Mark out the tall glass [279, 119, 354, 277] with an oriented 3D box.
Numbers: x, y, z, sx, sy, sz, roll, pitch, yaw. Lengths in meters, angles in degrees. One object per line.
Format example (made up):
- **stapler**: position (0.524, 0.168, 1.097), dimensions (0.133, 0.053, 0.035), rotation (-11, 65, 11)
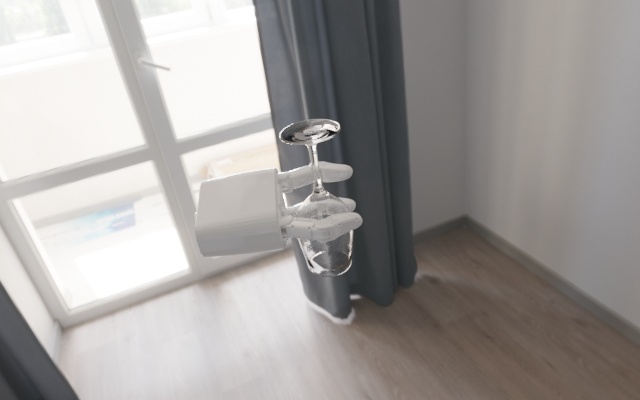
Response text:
- **tall glass**: position (0.000, 0.001, 0.619), dimensions (0.079, 0.201, 0.079), rotation (-7, 30, 4)
